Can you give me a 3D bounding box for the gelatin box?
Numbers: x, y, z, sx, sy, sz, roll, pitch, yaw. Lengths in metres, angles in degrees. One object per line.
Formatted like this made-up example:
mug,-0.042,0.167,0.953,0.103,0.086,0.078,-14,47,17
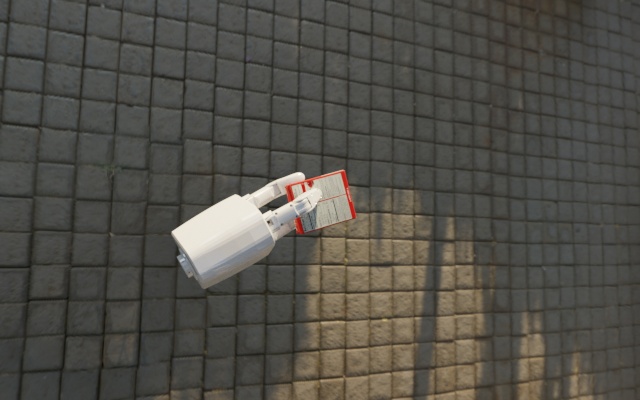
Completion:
gelatin box,0.001,0.002,0.691,0.089,0.073,0.030,-16,3,-17
